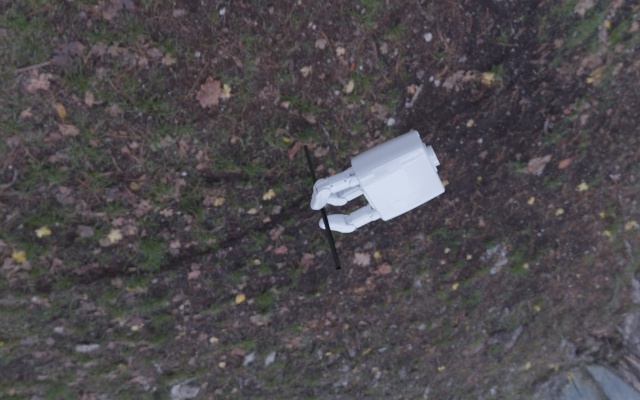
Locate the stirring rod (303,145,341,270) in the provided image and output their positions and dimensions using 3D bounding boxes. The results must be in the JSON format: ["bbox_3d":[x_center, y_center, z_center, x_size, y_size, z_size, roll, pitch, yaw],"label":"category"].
[{"bbox_3d":[0.000,0.002,0.762,0.011,0.239,0.011,-10,-34,-7],"label":"stirring rod"}]
